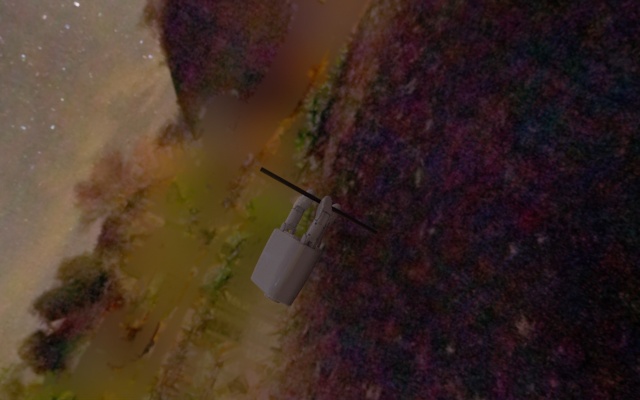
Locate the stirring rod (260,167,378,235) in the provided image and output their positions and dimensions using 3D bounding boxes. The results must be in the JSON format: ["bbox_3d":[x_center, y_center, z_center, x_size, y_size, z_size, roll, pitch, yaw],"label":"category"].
[{"bbox_3d":[0.000,0.003,0.846,0.239,0.011,0.011,29,-8,-14],"label":"stirring rod"}]
